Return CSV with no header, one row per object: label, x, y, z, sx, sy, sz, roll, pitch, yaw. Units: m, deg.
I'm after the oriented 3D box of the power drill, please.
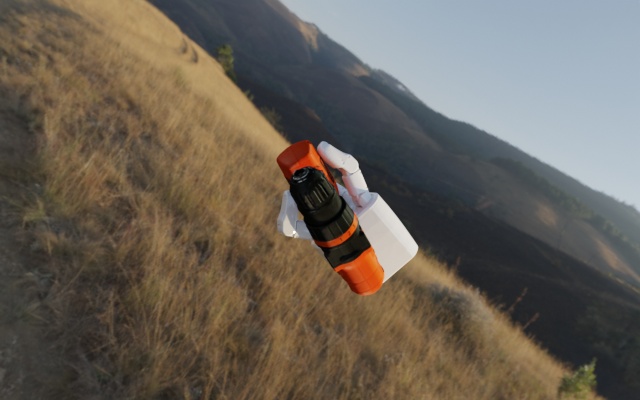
power drill,0.000,0.002,0.566,0.057,0.184,0.187,-28,36,2
